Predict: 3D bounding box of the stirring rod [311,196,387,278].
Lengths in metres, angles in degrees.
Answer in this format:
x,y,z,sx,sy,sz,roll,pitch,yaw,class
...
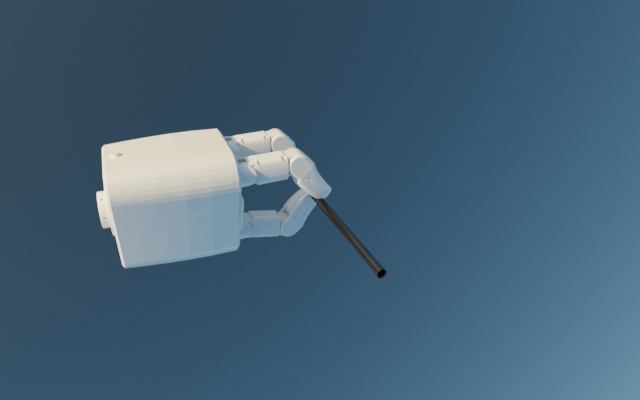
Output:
x,y,z,sx,sy,sz,roll,pitch,yaw,class
0.000,0.002,0.455,0.011,0.011,0.239,0,26,-25,stirring rod
